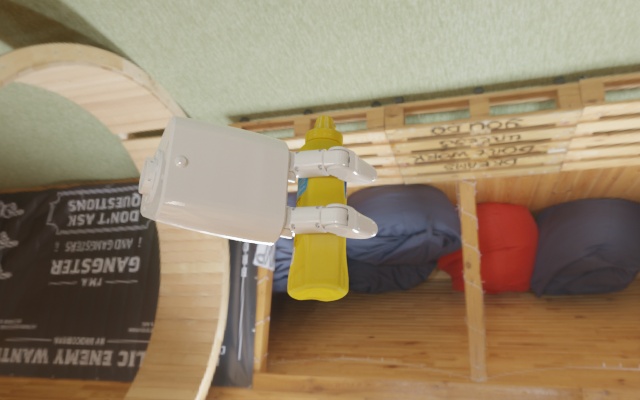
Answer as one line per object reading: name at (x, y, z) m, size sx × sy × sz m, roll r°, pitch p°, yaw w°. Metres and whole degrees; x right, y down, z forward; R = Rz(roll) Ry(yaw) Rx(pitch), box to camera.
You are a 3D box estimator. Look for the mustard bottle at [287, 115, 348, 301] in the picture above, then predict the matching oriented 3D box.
mustard bottle at (0.000, 0.002, 0.488) m, size 0.058 × 0.191 × 0.096 m, roll 4°, pitch -19°, yaw -4°
